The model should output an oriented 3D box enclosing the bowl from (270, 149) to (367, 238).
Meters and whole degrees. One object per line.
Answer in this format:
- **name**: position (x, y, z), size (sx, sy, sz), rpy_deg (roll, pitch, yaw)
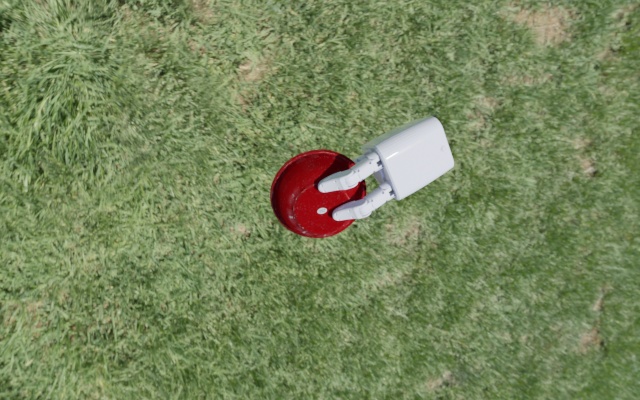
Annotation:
- **bowl**: position (-0.001, 0.004, 0.768), size (0.162, 0.162, 0.055), rpy_deg (0, 26, -7)
